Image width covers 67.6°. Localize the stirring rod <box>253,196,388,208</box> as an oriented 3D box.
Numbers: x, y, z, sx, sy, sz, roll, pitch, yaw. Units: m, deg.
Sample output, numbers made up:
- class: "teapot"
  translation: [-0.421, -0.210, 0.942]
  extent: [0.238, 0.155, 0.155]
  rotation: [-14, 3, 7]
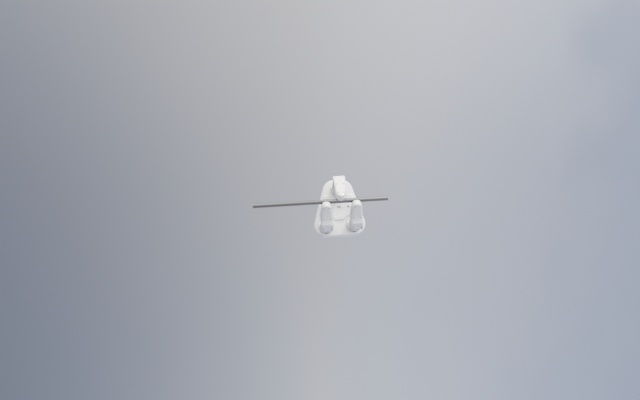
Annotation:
- class: "stirring rod"
  translation: [0.000, 0.003, 0.850]
  extent: [0.239, 0.011, 0.011]
  rotation: [-3, 0, -2]
